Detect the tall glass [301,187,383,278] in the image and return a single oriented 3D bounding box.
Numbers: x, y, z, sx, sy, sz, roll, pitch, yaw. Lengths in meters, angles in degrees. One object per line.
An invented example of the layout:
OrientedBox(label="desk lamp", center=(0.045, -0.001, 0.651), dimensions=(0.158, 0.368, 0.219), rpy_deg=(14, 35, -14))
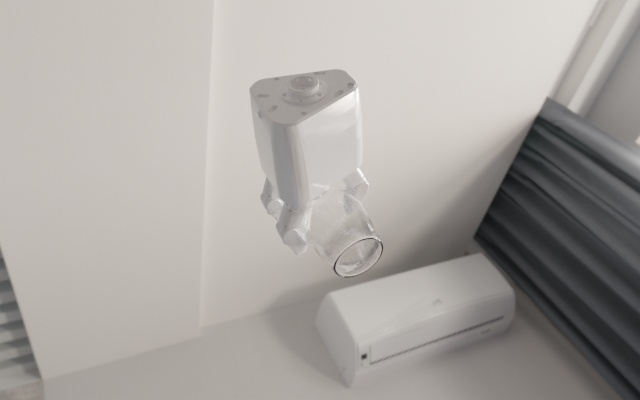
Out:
OrientedBox(label="tall glass", center=(0.000, 0.002, 0.591), dimensions=(0.079, 0.079, 0.201), rpy_deg=(0, 39, -34))
